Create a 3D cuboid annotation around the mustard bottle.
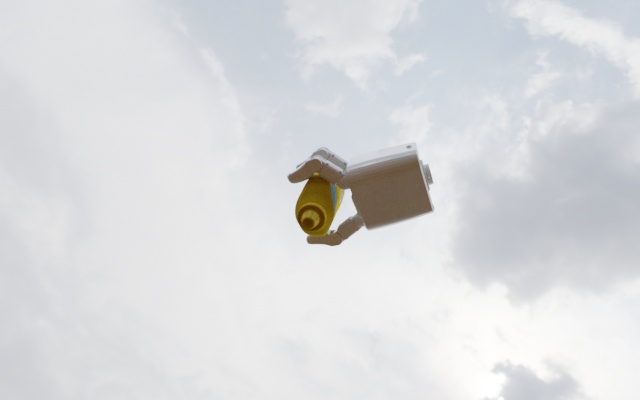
[{"bbox_3d":[0.000,0.002,0.739,0.058,0.096,0.191,8,19,7],"label":"mustard bottle"}]
